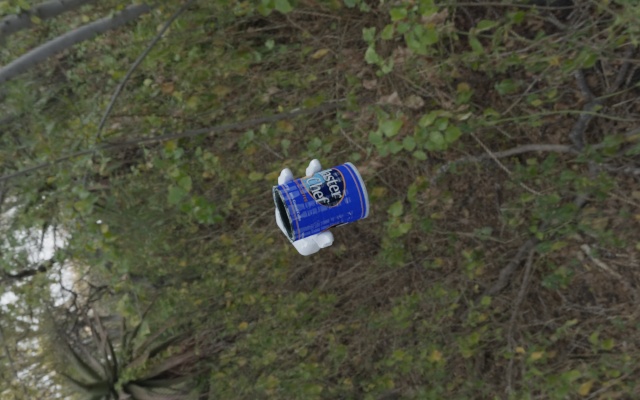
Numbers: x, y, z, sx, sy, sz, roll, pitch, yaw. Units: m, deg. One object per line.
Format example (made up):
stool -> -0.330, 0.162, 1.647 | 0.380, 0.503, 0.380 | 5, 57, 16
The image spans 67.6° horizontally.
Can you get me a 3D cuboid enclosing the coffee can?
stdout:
coffee can -> 0.000, 0.003, 0.827 | 0.140, 0.103, 0.103 | -18, 4, -14
